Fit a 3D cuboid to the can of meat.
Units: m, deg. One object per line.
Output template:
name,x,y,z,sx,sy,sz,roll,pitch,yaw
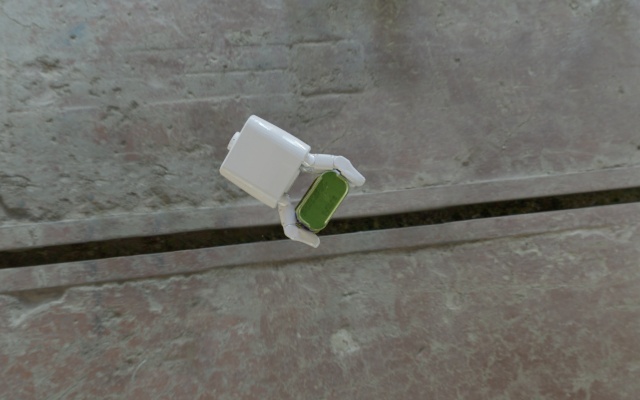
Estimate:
can of meat,0.000,0.003,0.777,0.057,0.102,0.084,34,-7,-3
